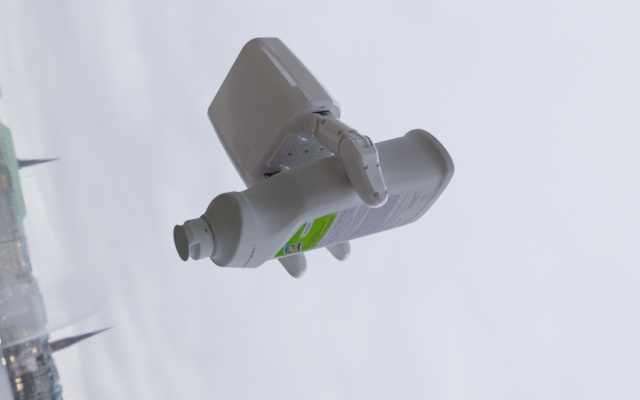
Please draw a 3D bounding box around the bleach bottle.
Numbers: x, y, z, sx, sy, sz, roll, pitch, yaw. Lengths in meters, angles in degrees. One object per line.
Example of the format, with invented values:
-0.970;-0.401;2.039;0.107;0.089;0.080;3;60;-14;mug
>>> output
0.000;0.001;0.414;0.251;0.068;0.103;-14;-34;-36;bleach bottle
